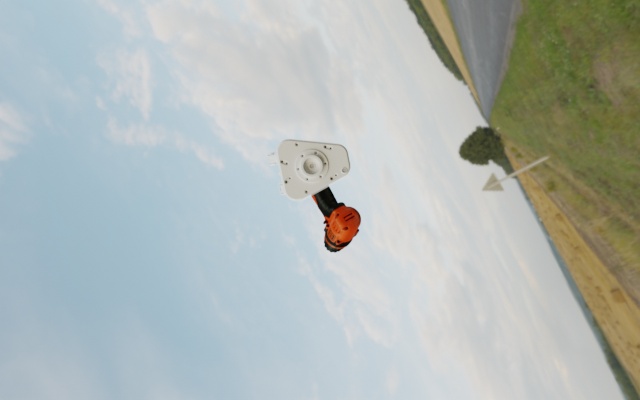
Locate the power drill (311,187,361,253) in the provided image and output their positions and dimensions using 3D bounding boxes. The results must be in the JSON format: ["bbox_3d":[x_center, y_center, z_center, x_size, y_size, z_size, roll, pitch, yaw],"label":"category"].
[{"bbox_3d":[0.000,0.002,0.881,0.057,0.187,0.184,-31,-13,-19],"label":"power drill"}]
